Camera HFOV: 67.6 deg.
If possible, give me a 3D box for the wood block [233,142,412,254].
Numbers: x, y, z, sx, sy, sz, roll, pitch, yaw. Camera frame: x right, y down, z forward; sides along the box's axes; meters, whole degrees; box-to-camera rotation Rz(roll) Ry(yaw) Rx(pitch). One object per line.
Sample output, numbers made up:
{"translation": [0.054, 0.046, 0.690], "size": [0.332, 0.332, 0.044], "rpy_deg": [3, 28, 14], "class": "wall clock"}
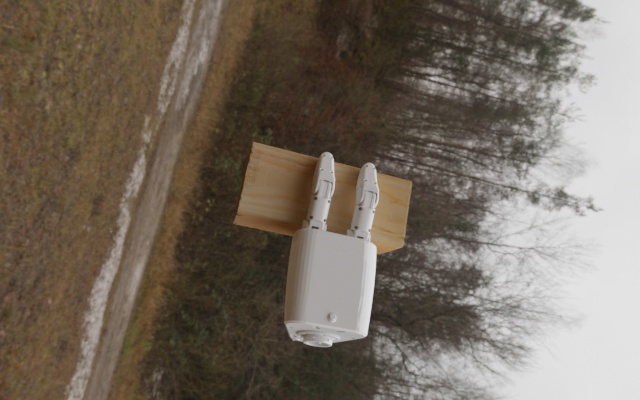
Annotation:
{"translation": [0.000, 0.002, 0.617], "size": [0.206, 0.090, 0.091], "rpy_deg": [13, -15, -11], "class": "wood block"}
